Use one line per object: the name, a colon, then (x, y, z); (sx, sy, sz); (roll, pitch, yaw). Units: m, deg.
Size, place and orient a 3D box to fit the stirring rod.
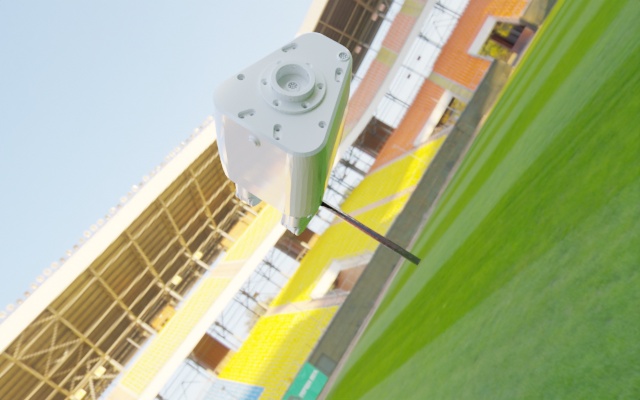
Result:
stirring rod: (0.000, 0.002, 0.509); (0.239, 0.011, 0.011); (32, 6, 9)
